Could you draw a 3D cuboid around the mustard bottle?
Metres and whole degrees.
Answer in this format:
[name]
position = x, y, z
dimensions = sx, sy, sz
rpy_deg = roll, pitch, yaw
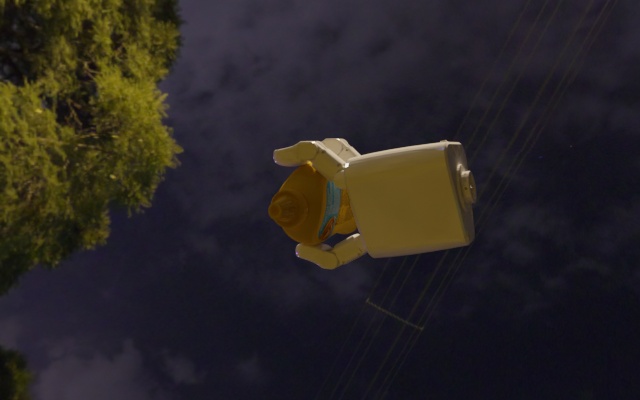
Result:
[mustard bottle]
position = 0.000, 0.002, 0.562
dimensions = 0.058, 0.096, 0.191
rpy_deg = 17, 13, 25
